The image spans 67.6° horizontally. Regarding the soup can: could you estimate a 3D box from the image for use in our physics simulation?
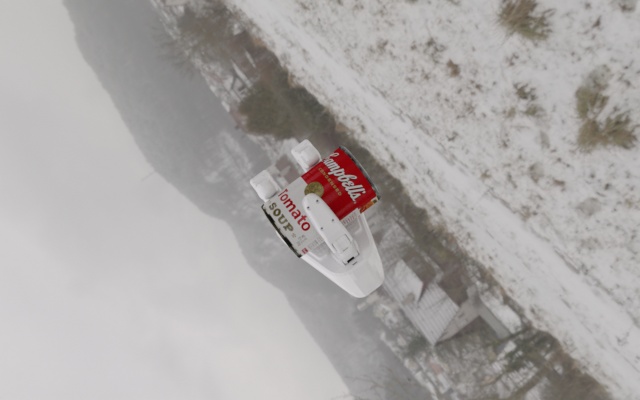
[{"bbox_3d":[0.000,0.002,0.481,0.102,0.068,0.068,-36,1,-2],"label":"soup can"}]
